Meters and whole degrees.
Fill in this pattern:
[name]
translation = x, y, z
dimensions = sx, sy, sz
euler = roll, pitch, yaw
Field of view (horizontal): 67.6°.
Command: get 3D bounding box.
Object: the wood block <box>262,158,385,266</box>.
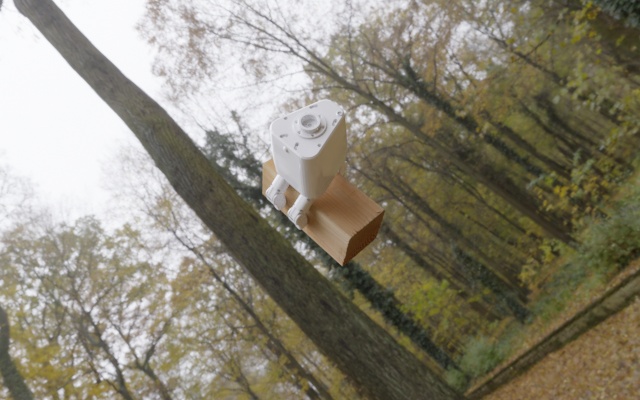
[wood block]
translation = 0.000, 0.002, 0.833
dimensions = 0.090, 0.090, 0.206
euler = -36, 64, -29
